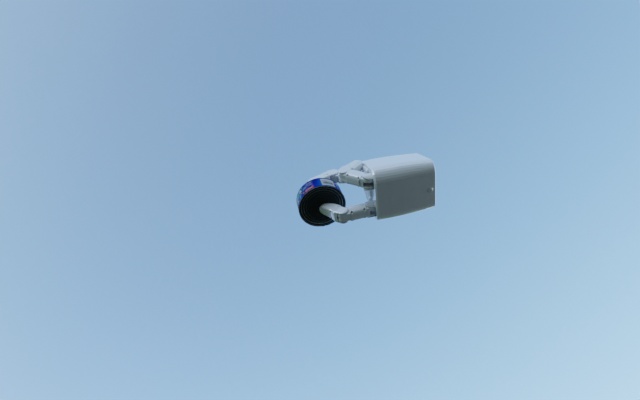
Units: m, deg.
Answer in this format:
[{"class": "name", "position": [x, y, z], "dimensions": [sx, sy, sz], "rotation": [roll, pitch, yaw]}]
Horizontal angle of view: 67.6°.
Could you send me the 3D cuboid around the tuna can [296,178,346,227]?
[{"class": "tuna can", "position": [0.000, 0.003, 0.858], "dimensions": [0.086, 0.086, 0.033], "rotation": [0, 32, -14]}]
